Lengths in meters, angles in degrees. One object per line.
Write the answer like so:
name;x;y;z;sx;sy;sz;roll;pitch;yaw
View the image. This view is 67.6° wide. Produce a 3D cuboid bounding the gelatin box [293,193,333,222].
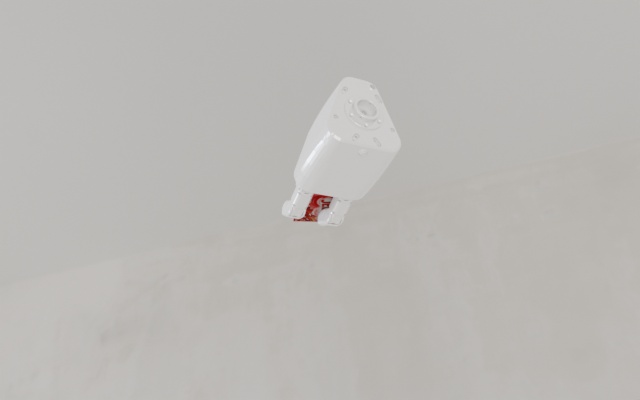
gelatin box;0.000;0.002;0.691;0.073;0.030;0.089;2;-27;-8
